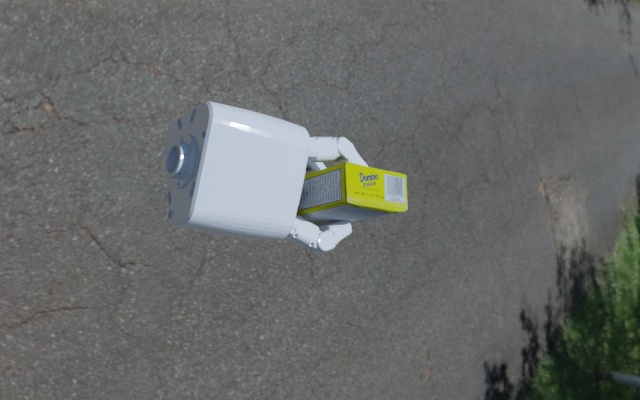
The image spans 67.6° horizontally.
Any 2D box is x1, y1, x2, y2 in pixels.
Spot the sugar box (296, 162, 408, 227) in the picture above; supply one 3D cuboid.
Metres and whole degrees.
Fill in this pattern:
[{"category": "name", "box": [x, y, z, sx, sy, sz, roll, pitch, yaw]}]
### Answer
[{"category": "sugar box", "box": [0.000, 0.001, 0.532, 0.093, 0.048, 0.176, 9, -13, -41]}]
